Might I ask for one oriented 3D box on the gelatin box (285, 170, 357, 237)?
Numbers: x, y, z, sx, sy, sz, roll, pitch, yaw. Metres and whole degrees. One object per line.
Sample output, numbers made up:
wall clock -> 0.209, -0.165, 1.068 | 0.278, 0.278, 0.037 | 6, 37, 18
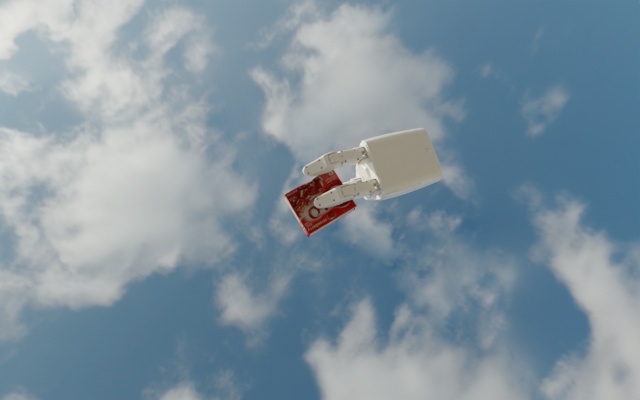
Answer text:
gelatin box -> 0.000, 0.003, 0.738 | 0.089, 0.073, 0.030 | -30, -9, -10
